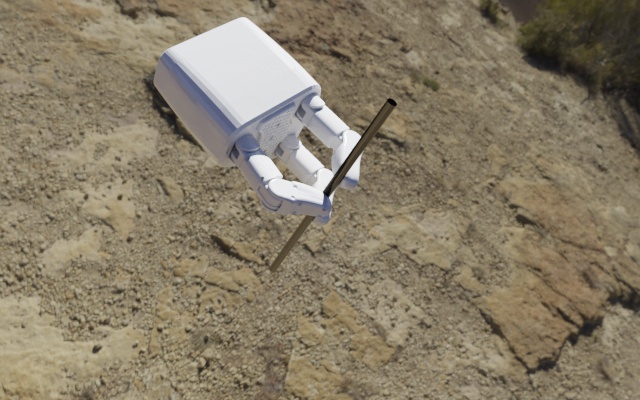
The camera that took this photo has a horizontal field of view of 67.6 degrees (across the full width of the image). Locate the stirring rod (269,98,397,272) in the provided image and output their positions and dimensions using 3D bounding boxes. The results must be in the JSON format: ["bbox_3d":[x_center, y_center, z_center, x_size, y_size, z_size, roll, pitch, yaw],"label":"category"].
[{"bbox_3d":[0.000,0.001,0.421,0.011,0.011,0.240,0,-36,-31],"label":"stirring rod"}]
